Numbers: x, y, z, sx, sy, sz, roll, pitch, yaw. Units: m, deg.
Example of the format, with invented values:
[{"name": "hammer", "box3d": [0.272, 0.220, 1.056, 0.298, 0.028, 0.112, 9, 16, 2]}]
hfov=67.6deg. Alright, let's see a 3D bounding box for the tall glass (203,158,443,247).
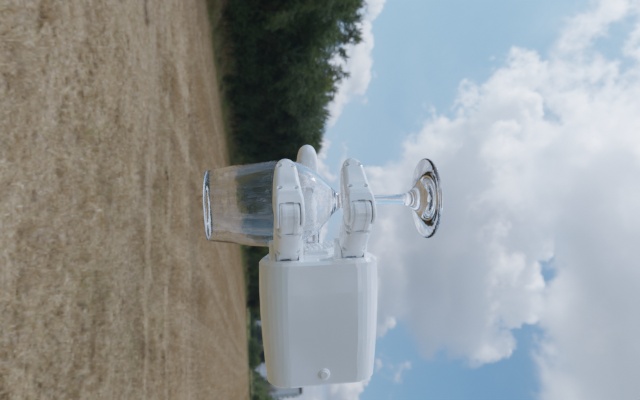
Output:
[{"name": "tall glass", "box3d": [0.001, 0.001, 0.427, 0.201, 0.079, 0.079, -2, 0, -9]}]
